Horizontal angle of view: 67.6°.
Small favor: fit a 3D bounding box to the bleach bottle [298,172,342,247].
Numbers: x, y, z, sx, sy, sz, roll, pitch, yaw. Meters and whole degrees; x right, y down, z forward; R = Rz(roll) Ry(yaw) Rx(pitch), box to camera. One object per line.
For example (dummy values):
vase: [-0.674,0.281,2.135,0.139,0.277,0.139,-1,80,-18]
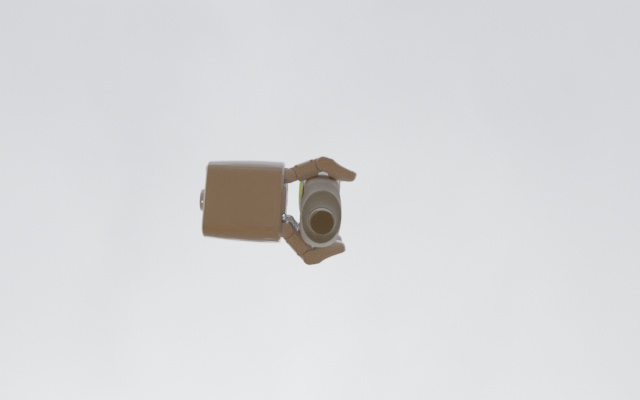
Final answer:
bleach bottle: [0.000,0.002,0.675,0.068,0.102,0.251,4,7,-2]
